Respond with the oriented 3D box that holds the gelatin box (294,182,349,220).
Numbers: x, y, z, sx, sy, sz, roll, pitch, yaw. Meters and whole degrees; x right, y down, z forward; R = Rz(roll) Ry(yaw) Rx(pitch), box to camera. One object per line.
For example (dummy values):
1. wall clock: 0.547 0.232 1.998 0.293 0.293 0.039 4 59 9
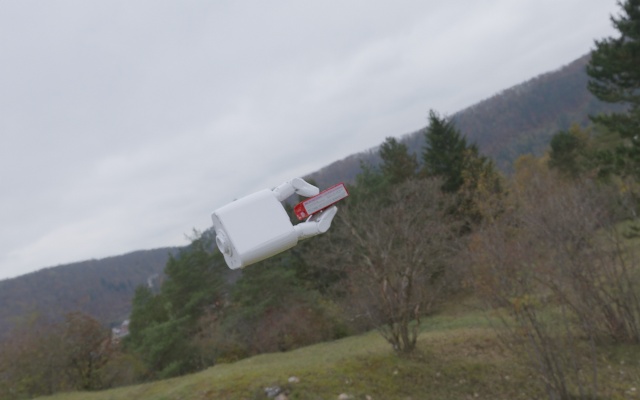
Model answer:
1. gelatin box: 0.000 0.002 0.868 0.089 0.030 0.073 -27 -1 -15
